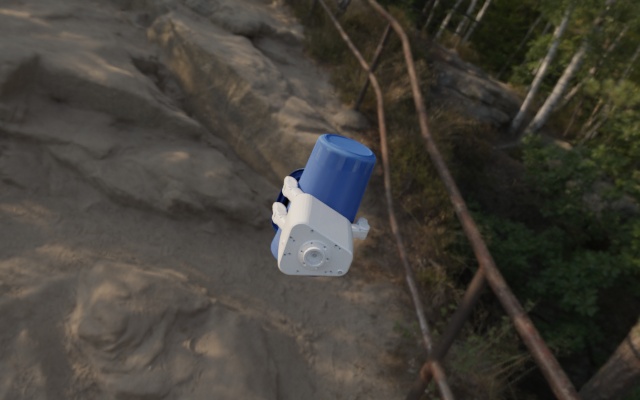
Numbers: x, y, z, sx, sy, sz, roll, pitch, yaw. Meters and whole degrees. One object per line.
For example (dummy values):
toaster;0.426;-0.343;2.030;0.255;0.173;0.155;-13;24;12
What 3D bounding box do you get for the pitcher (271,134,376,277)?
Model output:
pitcher;0.000;0.003;0.873;0.149;0.243;0.145;19;21;-7
